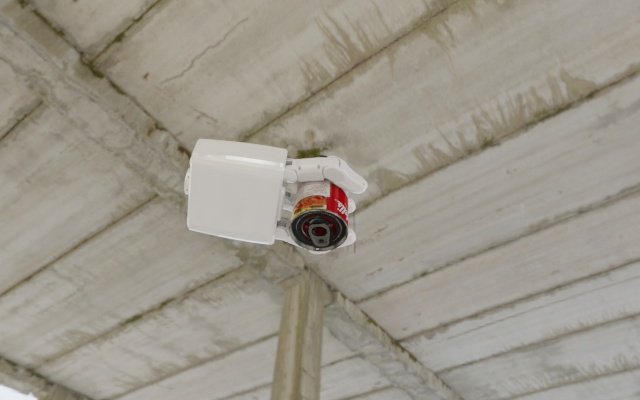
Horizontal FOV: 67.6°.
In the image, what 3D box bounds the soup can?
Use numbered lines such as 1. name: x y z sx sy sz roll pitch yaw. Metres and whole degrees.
1. soup can: 0.001 0.002 0.579 0.068 0.069 0.102 0 42 4
